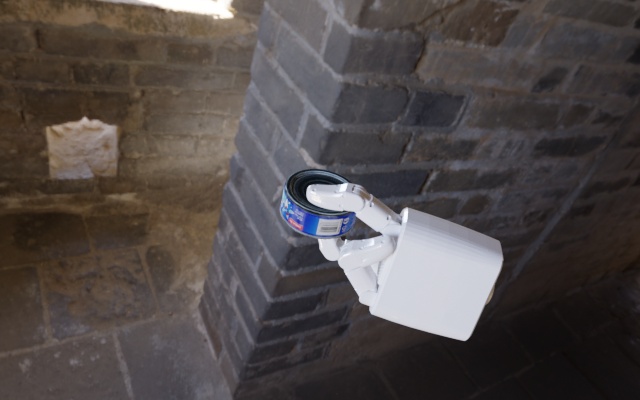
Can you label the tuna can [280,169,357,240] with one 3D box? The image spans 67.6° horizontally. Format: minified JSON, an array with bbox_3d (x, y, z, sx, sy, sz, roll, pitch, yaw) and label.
[{"bbox_3d":[0.000,0.001,0.522,0.086,0.034,0.086,9,37,-6],"label":"tuna can"}]
